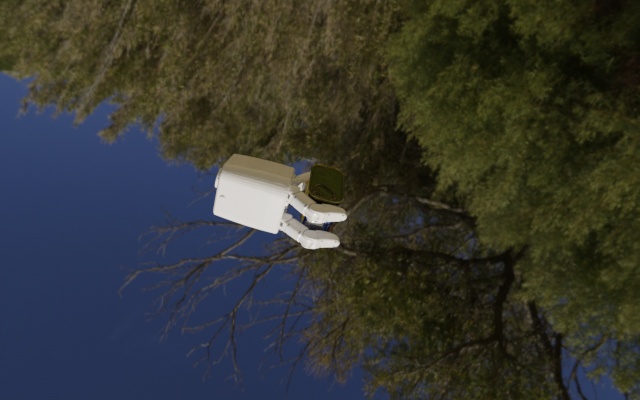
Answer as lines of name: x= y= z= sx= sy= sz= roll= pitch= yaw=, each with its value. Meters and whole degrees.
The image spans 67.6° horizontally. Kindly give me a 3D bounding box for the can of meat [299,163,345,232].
can of meat: x=0.000 y=0.003 z=0.775 sx=0.057 sy=0.084 sz=0.102 roll=14 pitch=34 yaw=-6
